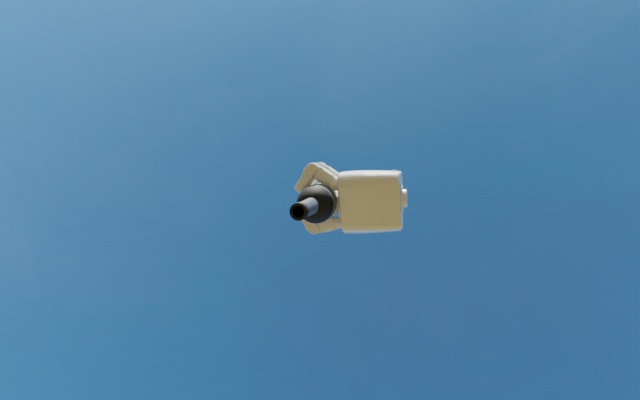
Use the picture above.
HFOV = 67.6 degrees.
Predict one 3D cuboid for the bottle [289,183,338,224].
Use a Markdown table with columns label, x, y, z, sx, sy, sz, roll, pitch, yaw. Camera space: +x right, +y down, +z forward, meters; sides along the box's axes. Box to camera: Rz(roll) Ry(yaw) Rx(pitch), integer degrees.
| label | x | y | z | sx | sy | sz | roll | pitch | yaw |
| --- | --- | --- | --- | --- | --- | --- | --- | --- | --- |
| bottle | 0.000 | 0.003 | 0.852 | 0.069 | 0.069 | 0.295 | 0 | 6 | 13 |
